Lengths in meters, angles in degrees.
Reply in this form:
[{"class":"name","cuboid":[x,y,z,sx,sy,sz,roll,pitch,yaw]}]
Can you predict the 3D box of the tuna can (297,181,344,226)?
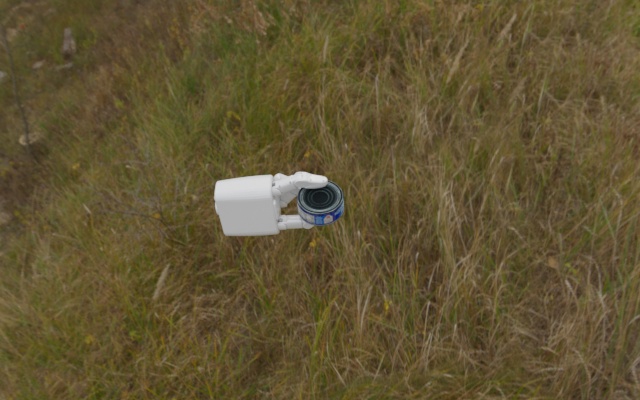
[{"class":"tuna can","cuboid":[0.000,0.002,0.865,0.086,0.086,0.034,0,-41,3]}]
